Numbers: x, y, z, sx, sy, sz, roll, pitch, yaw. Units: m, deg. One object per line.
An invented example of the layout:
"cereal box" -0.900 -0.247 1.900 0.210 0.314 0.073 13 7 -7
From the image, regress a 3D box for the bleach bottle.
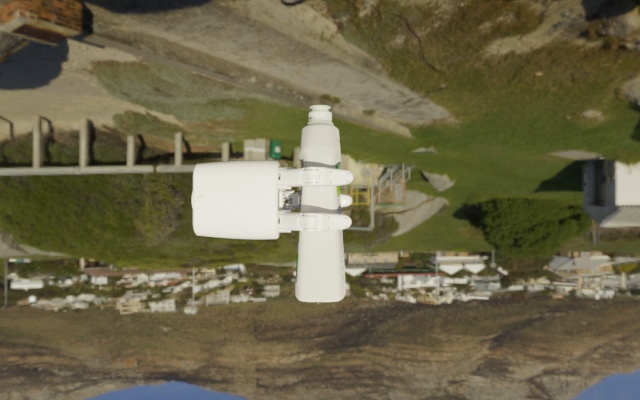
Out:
"bleach bottle" 0.000 0.002 0.638 0.068 0.251 0.102 0 -1 2
